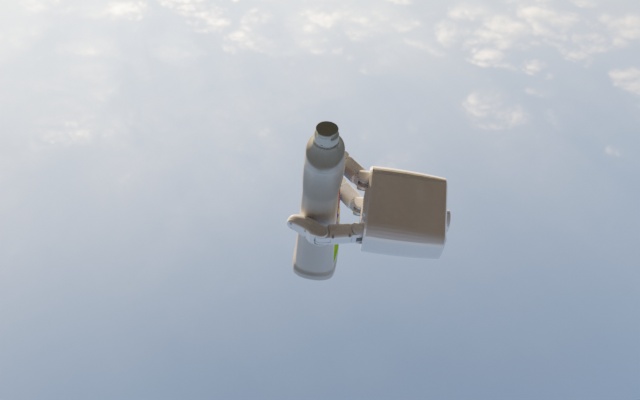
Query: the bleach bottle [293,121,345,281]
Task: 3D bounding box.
[{"bbox_3d":[0.000,0.002,0.663,0.068,0.102,0.251,8,-41,3],"label":"bleach bottle"}]
